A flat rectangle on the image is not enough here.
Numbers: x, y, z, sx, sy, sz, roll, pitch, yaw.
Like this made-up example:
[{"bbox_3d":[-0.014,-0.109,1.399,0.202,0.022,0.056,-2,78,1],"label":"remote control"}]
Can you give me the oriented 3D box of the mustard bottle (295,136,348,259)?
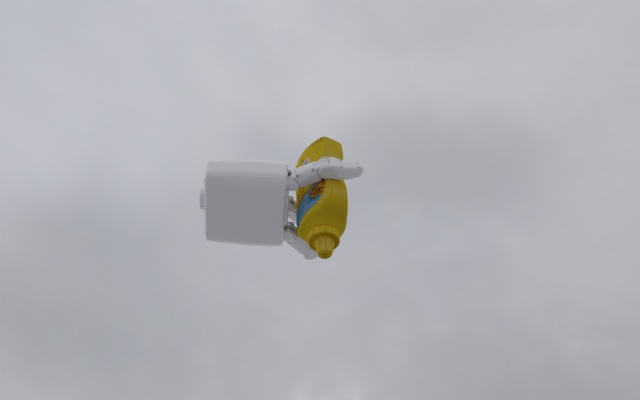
[{"bbox_3d":[0.000,0.002,0.658,0.058,0.191,0.096,22,-53,-22],"label":"mustard bottle"}]
